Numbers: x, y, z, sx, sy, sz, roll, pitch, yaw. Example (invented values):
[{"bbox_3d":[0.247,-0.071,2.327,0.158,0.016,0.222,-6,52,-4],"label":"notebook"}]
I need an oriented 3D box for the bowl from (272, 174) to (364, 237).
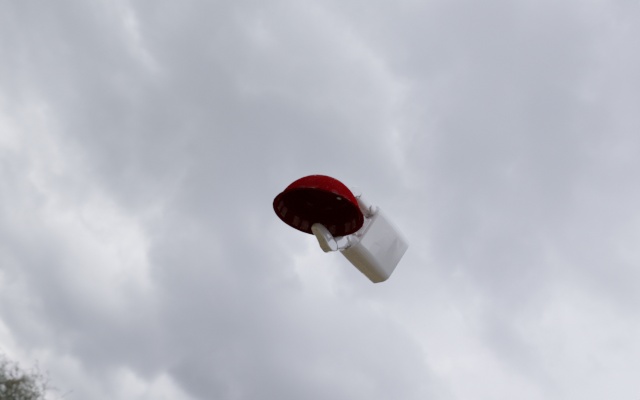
[{"bbox_3d":[0.000,0.002,0.838,0.162,0.055,0.162,9,-31,5],"label":"bowl"}]
